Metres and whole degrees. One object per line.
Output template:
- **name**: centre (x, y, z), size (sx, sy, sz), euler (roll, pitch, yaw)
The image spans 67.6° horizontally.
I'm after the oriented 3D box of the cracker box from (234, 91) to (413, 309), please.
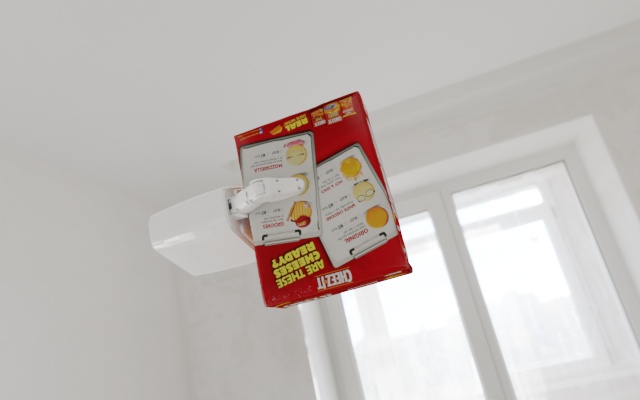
- **cracker box**: centre (0.000, 0.002, 0.561), size (0.164, 0.213, 0.072), euler (-18, -18, 13)
